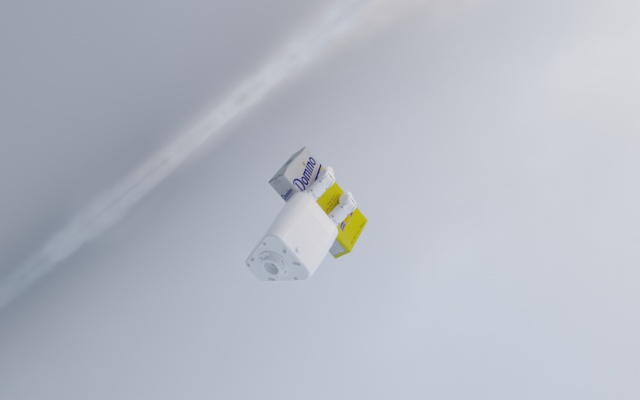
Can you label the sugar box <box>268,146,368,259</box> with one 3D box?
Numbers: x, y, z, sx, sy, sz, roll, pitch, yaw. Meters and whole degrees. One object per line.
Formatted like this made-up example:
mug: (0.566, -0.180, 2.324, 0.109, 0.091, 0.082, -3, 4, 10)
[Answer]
sugar box: (0.001, 0.003, 0.815, 0.048, 0.176, 0.093, -26, 20, 40)
